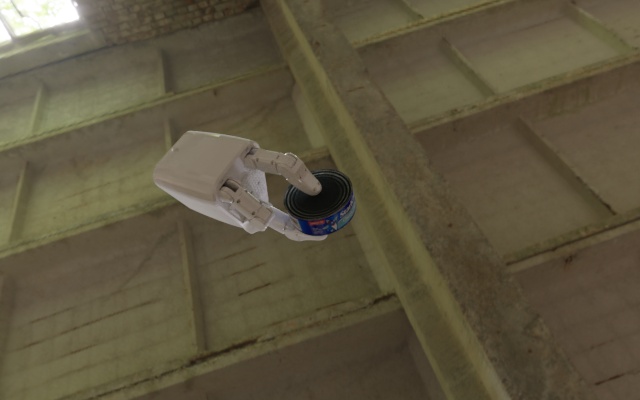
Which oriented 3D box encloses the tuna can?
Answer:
[{"bbox_3d":[0.000,0.002,0.586,0.086,0.086,0.034,0,-44,19],"label":"tuna can"}]
